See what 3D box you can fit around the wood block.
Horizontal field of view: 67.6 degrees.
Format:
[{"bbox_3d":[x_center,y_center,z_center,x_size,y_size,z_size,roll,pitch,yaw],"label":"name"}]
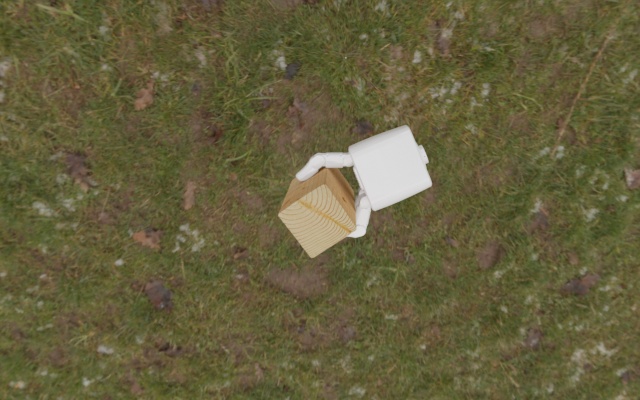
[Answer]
[{"bbox_3d":[0.000,0.002,0.820,0.090,0.091,0.206,-33,12,11],"label":"wood block"}]
